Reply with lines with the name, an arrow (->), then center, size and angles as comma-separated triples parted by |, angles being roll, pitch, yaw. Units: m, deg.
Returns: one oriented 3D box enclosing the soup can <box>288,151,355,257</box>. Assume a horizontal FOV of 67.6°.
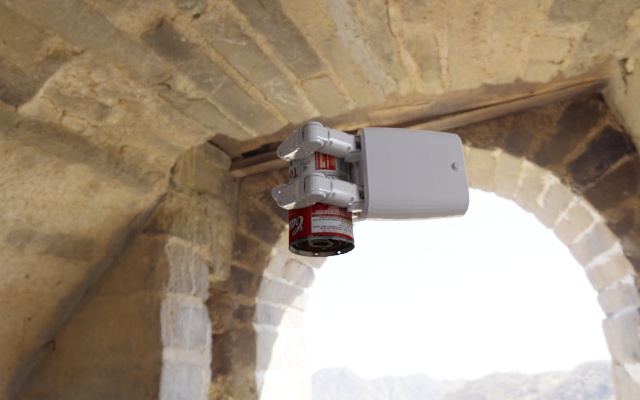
soup can -> 0.000, 0.001, 0.501 | 0.068, 0.102, 0.068 | -1, -21, -1
